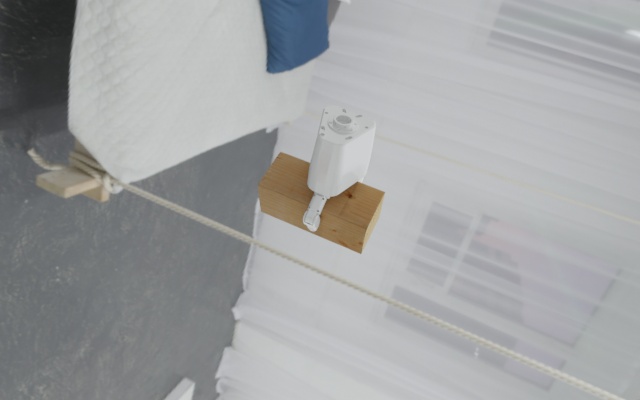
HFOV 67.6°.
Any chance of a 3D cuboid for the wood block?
[{"bbox_3d":[0.000,0.003,0.865,0.206,0.090,0.090,22,-33,13],"label":"wood block"}]
